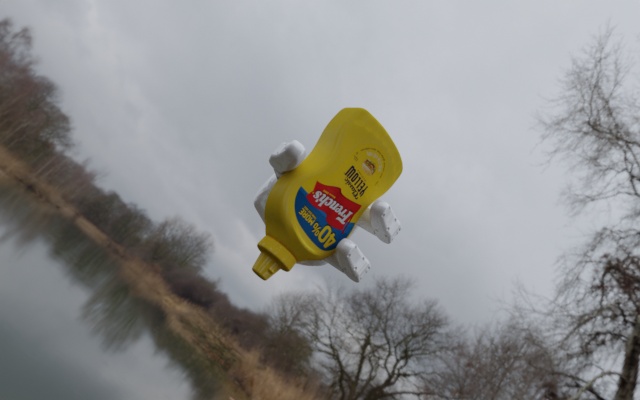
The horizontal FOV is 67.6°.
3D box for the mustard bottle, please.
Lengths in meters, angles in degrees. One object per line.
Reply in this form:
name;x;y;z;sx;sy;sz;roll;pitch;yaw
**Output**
mustard bottle;0.000;0.001;0.481;0.058;0.191;0.096;17;-30;52
